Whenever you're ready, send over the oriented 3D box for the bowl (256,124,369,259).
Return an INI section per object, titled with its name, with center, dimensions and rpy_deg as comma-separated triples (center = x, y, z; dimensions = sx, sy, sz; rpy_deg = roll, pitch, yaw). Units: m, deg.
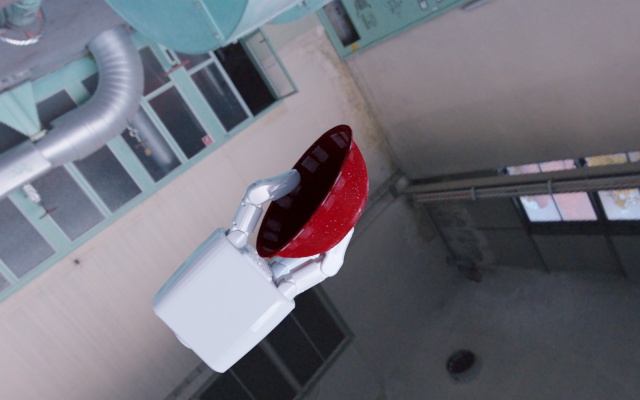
[bowl]
center = 0.001, 0.001, 0.499
dimensions = 0.055, 0.162, 0.162
rpy_deg = 33, -12, -19
